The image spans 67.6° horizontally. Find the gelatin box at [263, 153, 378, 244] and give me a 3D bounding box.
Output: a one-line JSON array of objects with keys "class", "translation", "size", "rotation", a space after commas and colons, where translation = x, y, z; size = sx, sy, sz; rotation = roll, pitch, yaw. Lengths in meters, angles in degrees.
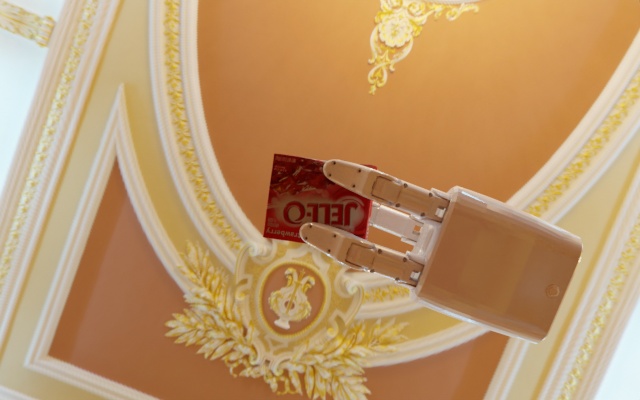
[{"class": "gelatin box", "translation": [0.000, 0.001, 0.410], "size": [0.089, 0.073, 0.030], "rotation": [8, 2, 9]}]
